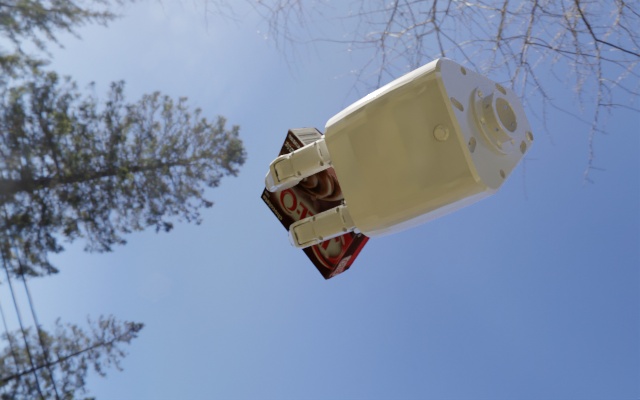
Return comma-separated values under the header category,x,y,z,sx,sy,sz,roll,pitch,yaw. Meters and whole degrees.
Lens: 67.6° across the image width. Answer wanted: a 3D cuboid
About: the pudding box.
category,x,y,z,sx,sy,sz,roll,pitch,yaw
pudding box,0.000,0.001,0.438,0.039,0.113,0.090,-15,-34,-41
